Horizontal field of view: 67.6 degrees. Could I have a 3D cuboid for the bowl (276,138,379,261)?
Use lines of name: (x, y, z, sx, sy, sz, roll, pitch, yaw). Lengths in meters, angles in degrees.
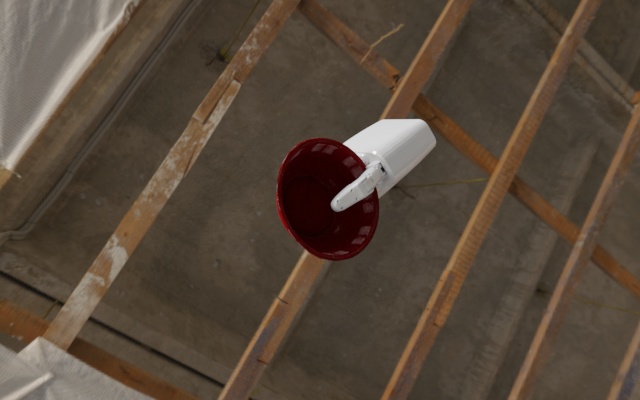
bowl: (-0.001, 0.003, 0.630, 0.162, 0.162, 0.055, 0, -12, -36)
